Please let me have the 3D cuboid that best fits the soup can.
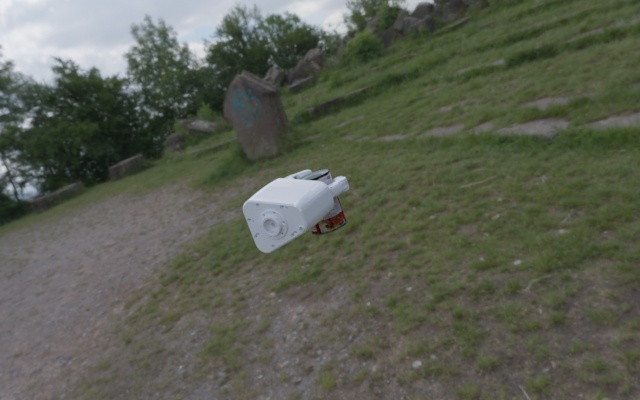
[{"bbox_3d":[0.000,0.002,0.863,0.068,0.102,0.068,-18,13,4],"label":"soup can"}]
